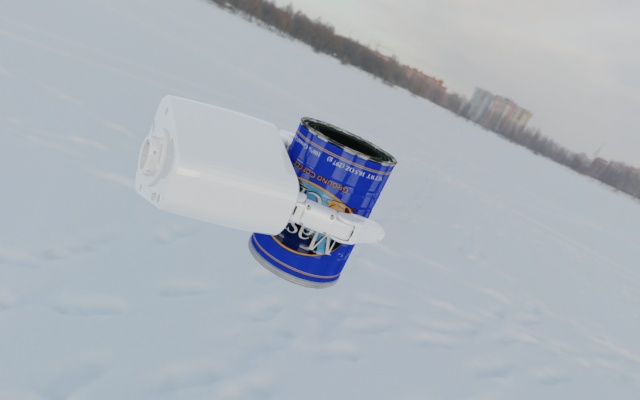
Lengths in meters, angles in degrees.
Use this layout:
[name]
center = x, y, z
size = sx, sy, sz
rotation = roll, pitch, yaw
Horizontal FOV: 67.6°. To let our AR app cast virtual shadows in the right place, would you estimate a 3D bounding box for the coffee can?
[coffee can]
center = 0.000, 0.002, 0.481
size = 0.103, 0.140, 0.102
rotation = 23, 16, -7
